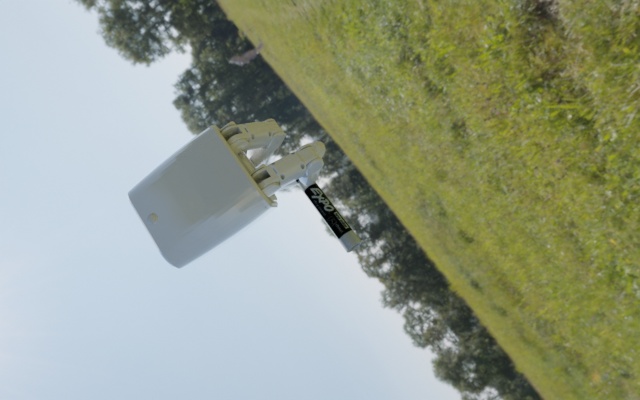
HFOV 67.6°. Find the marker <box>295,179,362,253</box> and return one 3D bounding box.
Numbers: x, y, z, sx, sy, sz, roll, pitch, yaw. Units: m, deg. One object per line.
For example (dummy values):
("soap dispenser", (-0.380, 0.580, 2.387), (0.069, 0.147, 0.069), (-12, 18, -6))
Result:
("marker", (0.000, 0.002, 0.500), (0.020, 0.121, 0.020), (-33, -18, -12))
